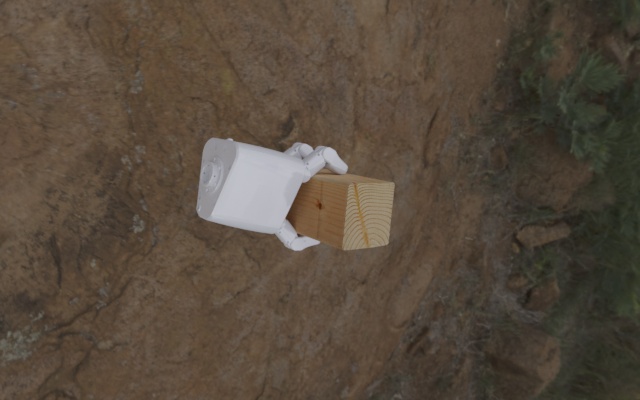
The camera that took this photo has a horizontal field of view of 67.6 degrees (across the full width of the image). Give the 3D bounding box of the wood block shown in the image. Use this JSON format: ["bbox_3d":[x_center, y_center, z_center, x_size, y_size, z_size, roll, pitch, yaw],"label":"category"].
[{"bbox_3d":[0.000,0.003,0.710,0.090,0.091,0.206,-3,12,-39],"label":"wood block"}]
